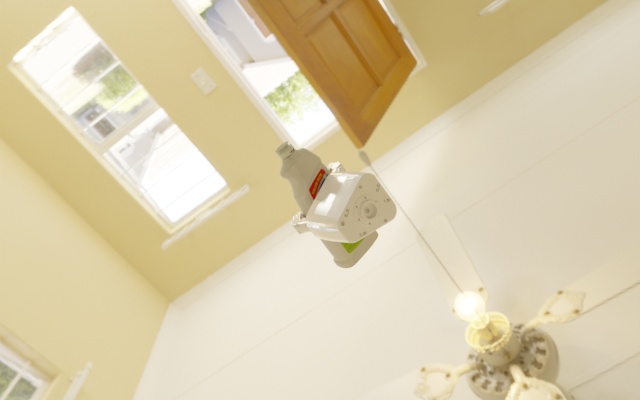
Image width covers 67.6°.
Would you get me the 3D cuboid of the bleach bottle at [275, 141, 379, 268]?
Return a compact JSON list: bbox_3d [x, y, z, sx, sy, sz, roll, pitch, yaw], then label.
[{"bbox_3d":[0.000,0.003,0.876,0.102,0.251,0.068,-46,21,-20],"label":"bleach bottle"}]
